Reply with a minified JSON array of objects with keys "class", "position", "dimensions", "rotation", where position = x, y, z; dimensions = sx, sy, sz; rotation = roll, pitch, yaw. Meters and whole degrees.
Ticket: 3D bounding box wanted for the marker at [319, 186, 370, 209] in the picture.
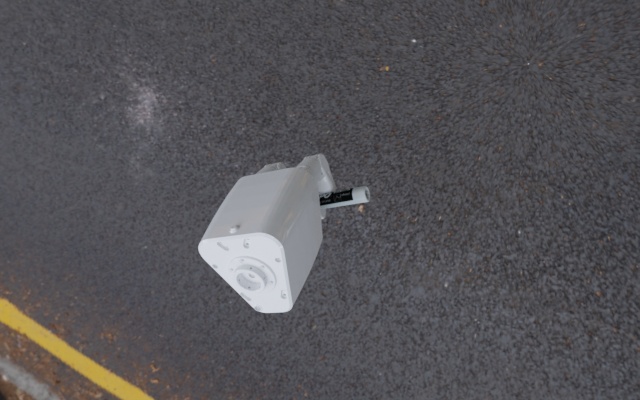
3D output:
[{"class":"marker","position":[0.000,0.002,0.574],"dimensions":[0.121,0.020,0.020],"rotation":[-10,-4,25]}]
